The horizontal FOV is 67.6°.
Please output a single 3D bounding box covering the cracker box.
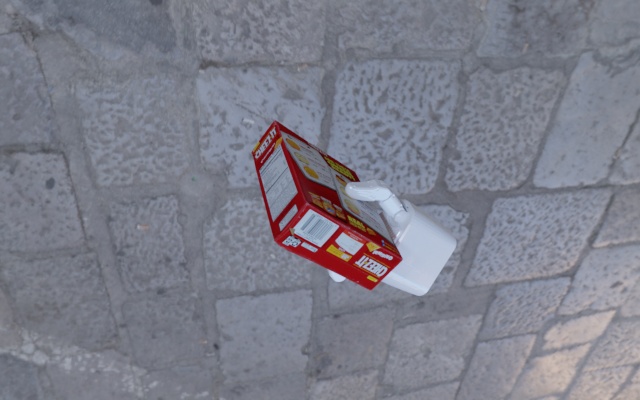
[{"bbox_3d":[0.000,0.002,0.642,0.164,0.072,0.213,30,21,-32],"label":"cracker box"}]
